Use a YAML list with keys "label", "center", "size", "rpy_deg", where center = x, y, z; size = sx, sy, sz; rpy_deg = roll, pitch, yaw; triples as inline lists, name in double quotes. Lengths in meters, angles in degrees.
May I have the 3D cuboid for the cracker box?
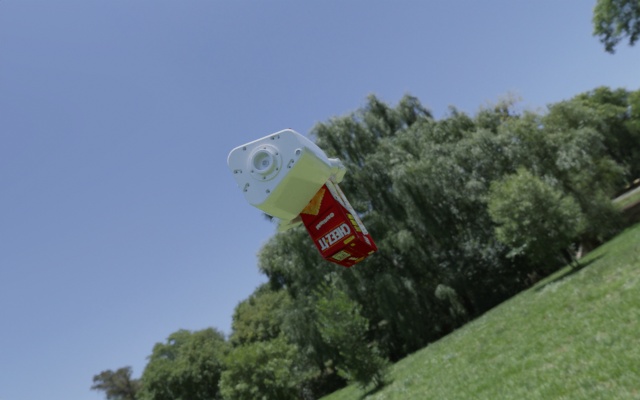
- label: "cracker box"
  center: [0.000, 0.002, 0.801]
  size: [0.072, 0.213, 0.164]
  rpy_deg: [-33, -19, 8]
